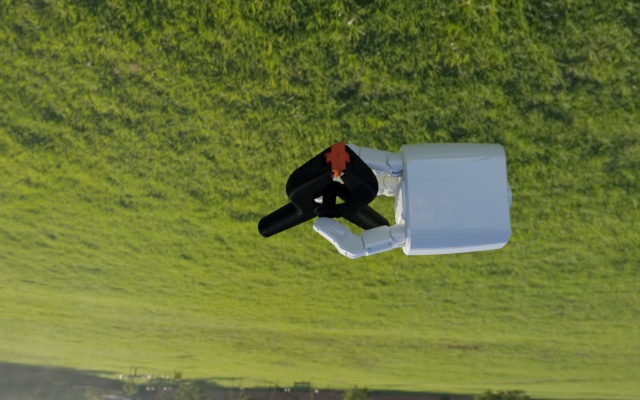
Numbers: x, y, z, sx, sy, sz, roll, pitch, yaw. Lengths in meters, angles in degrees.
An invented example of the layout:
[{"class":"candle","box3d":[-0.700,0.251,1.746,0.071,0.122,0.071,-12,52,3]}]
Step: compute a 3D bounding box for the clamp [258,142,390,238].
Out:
[{"class":"clamp","box3d":[0.000,0.002,0.520,0.164,0.036,0.210,-3,-23,2]}]
